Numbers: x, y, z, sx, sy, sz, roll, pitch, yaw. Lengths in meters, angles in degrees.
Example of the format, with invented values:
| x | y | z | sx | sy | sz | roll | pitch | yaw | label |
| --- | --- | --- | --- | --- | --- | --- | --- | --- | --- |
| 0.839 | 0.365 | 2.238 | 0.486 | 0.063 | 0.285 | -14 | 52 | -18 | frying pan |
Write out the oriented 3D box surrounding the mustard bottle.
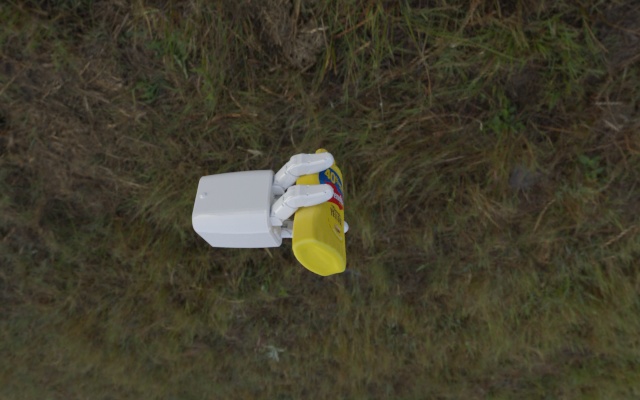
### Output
| x | y | z | sx | sy | sz | roll | pitch | yaw | label |
| --- | --- | --- | --- | --- | --- | --- | --- | --- | --- |
| 0.000 | 0.002 | 0.674 | 0.058 | 0.191 | 0.096 | -18 | -41 | 23 | mustard bottle |
